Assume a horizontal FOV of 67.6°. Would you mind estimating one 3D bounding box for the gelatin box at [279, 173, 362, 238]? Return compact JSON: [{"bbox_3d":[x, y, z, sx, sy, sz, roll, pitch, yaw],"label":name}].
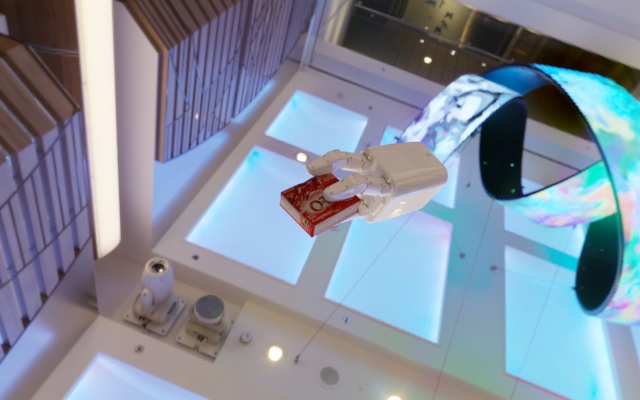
[{"bbox_3d":[0.000,0.003,0.657,0.089,0.030,0.073,-27,56,-31],"label":"gelatin box"}]
